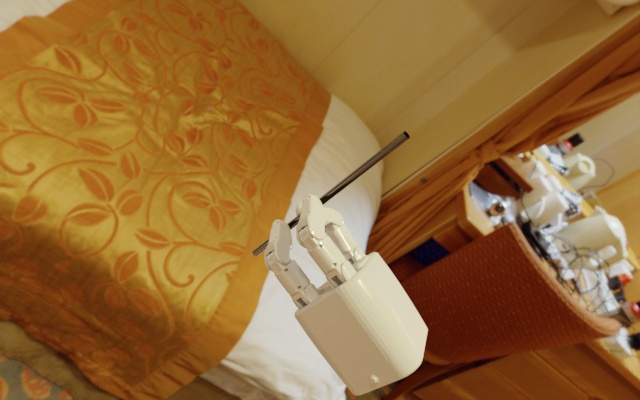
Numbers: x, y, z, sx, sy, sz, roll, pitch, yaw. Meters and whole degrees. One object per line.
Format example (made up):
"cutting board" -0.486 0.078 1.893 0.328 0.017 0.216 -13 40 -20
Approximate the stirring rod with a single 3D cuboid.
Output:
"stirring rod" 0.000 0.002 0.500 0.011 0.011 0.240 0 -31 -49
